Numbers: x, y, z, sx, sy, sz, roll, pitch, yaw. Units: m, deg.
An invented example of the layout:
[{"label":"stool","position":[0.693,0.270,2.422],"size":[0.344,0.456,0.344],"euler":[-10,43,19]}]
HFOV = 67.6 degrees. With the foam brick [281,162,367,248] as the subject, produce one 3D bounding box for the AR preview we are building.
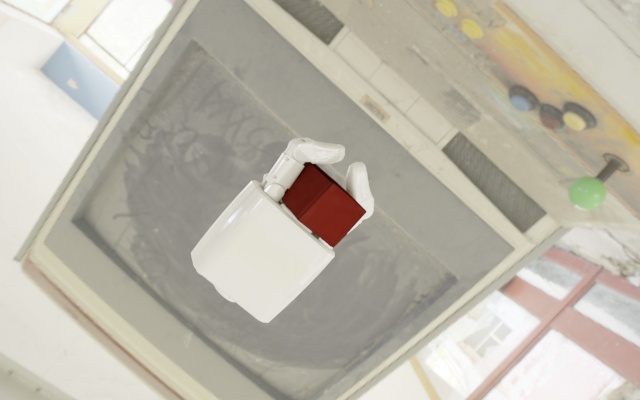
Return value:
[{"label":"foam brick","position":[0.000,0.002,0.486],"size":[0.053,0.051,0.078],"euler":[42,2,-29]}]
